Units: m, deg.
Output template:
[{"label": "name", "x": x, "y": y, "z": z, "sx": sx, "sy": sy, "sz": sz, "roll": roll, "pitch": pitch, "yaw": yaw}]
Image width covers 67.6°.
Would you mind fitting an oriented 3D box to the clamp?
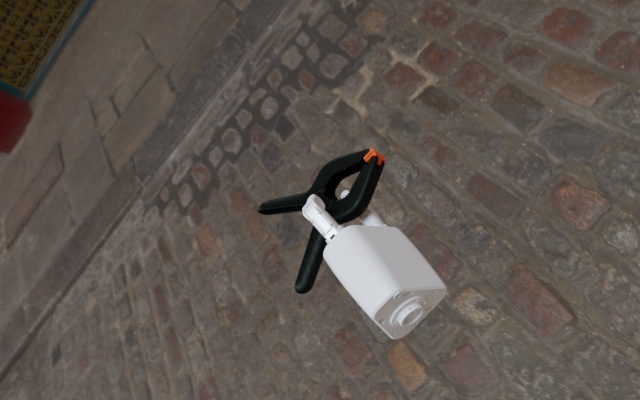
[{"label": "clamp", "x": 0.000, "y": 0.002, "z": 0.665, "sx": 0.036, "sy": 0.210, "sz": 0.164, "roll": 24, "pitch": 21, "yaw": -50}]
